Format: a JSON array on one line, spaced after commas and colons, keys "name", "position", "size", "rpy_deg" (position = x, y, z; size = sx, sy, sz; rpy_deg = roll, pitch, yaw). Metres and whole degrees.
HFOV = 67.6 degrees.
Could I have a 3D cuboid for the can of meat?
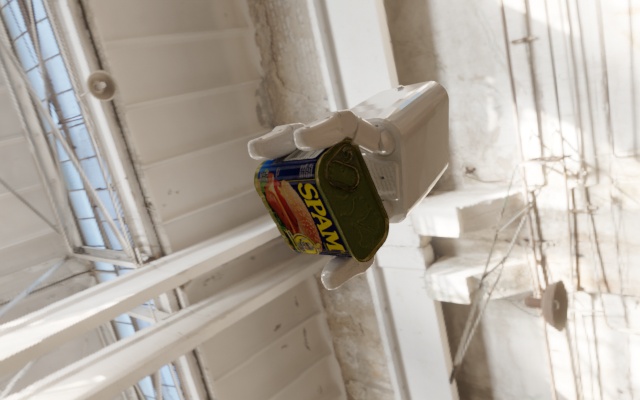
[{"name": "can of meat", "position": [0.000, 0.001, 0.418], "size": [0.084, 0.102, 0.057], "rpy_deg": [-1, 34, 44]}]
